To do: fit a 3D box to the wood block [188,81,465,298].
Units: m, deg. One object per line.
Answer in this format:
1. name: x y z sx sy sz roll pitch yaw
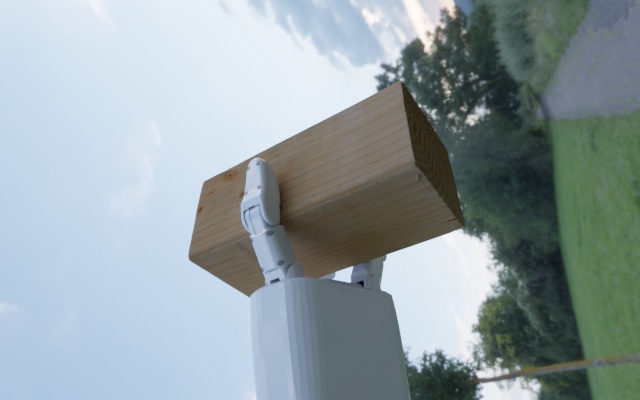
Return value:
1. wood block: 0.000 0.002 0.402 0.206 0.090 0.091 -23 -45 25
